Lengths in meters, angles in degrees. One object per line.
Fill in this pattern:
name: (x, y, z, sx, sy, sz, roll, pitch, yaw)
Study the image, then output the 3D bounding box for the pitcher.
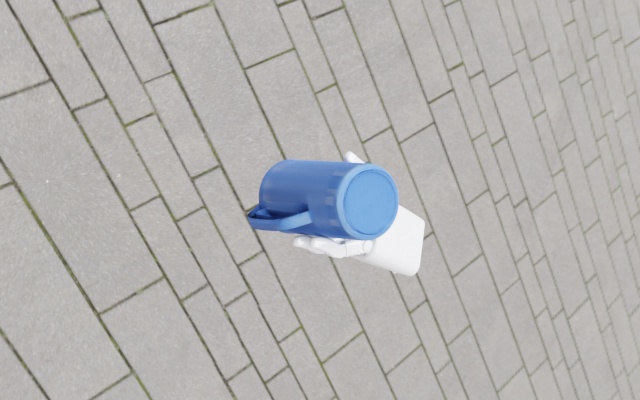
pitcher: (0.000, 0.002, 0.750, 0.145, 0.149, 0.243, 26, -11, -29)
